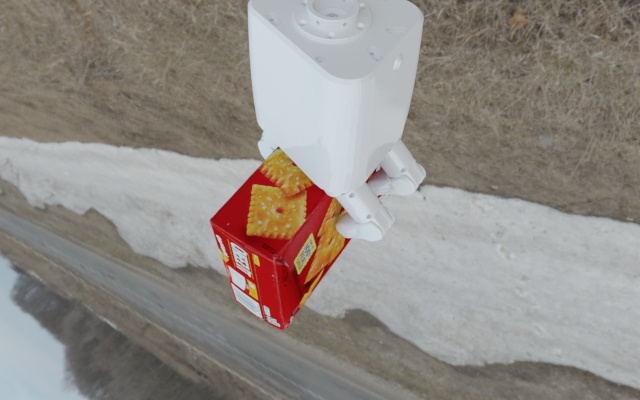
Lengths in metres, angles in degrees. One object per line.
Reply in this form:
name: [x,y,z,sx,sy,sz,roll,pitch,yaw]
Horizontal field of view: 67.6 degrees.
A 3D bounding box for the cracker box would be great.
cracker box: [0.000,0.002,0.458,0.072,0.213,0.164,31,-29,17]
